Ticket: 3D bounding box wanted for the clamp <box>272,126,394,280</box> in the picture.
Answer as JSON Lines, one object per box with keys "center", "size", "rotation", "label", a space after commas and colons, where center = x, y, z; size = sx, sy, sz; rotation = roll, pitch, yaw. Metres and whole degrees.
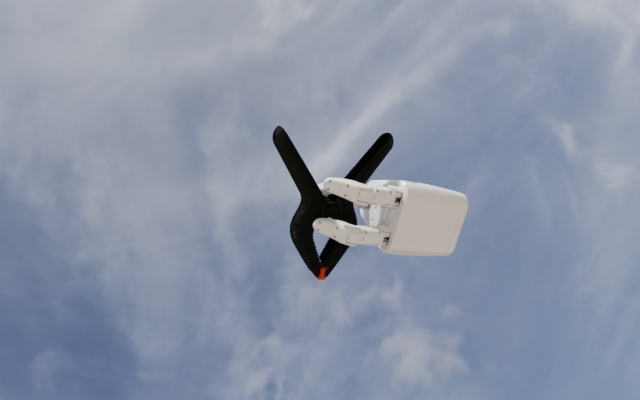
{"center": [0.000, 0.002, 0.620], "size": [0.164, 0.210, 0.036], "rotation": [7, 15, -25], "label": "clamp"}
